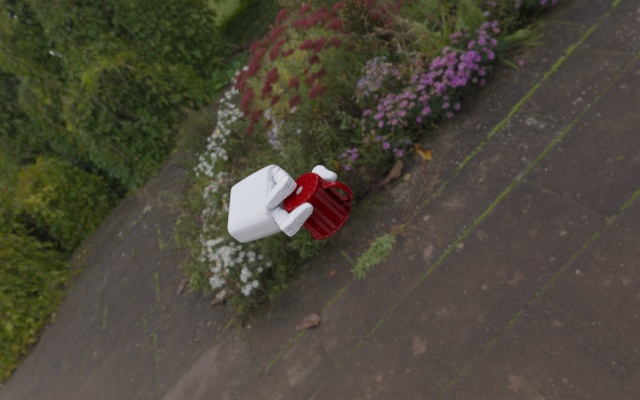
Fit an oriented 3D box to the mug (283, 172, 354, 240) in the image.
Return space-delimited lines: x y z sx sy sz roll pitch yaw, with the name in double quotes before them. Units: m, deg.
"mug" 0.001 0.002 0.798 0.117 0.093 0.081 -23 -52 35
